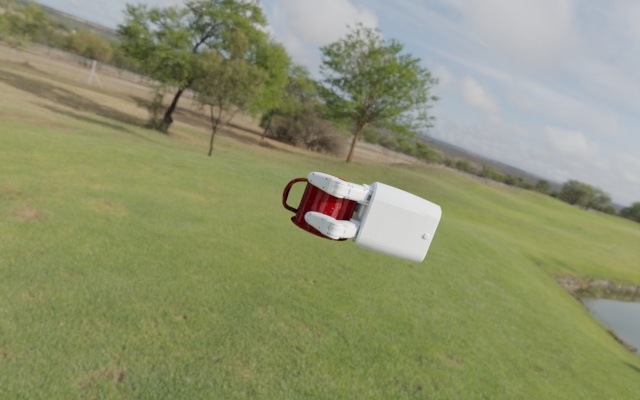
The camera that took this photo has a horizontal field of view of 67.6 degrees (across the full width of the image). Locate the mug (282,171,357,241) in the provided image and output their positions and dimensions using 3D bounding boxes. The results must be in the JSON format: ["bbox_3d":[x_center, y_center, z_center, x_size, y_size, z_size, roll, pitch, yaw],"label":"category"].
[{"bbox_3d":[-0.001,0.002,0.726,0.117,0.081,0.093,19,10,-6],"label":"mug"}]
